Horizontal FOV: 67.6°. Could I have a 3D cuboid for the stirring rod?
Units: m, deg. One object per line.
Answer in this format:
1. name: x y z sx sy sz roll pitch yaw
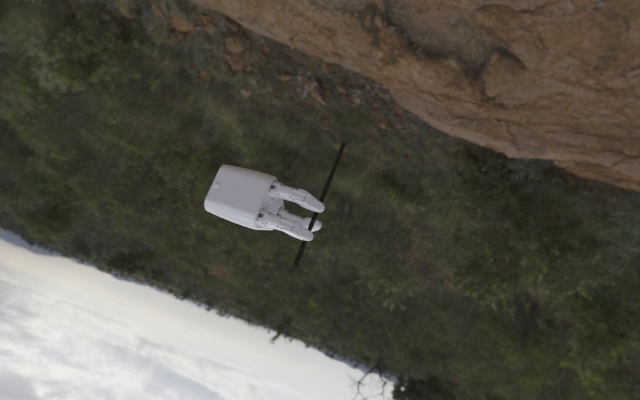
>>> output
1. stirring rod: 0.000 0.003 0.845 0.011 0.239 0.011 20 -15 6
